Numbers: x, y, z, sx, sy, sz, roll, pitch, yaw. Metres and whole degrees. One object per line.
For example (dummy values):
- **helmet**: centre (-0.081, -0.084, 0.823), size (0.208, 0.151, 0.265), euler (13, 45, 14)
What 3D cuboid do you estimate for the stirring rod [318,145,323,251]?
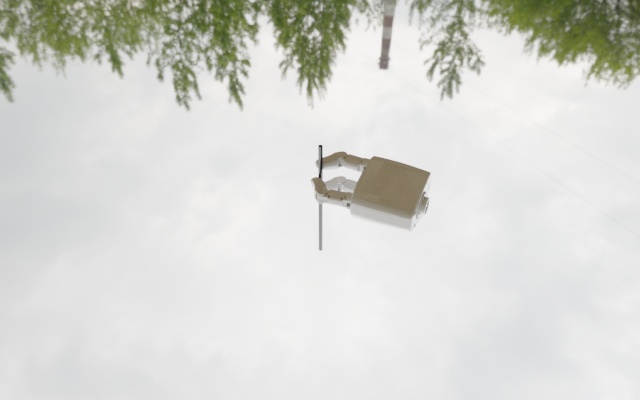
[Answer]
- **stirring rod**: centre (0.000, 0.003, 0.878), size (0.011, 0.240, 0.011), euler (0, 38, 0)
